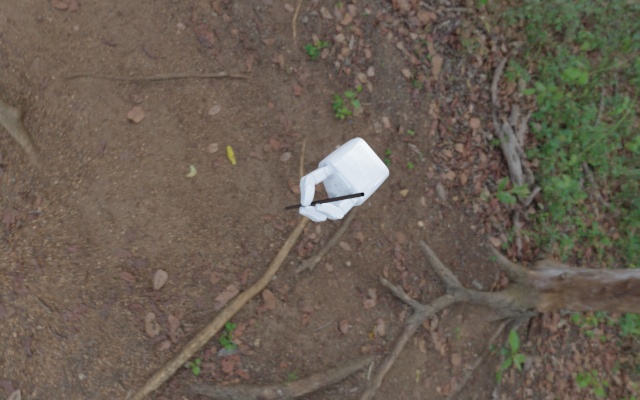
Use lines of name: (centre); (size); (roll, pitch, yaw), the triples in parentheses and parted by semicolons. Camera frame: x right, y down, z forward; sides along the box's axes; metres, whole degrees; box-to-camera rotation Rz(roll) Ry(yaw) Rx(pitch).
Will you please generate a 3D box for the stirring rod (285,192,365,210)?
stirring rod: (0.000, 0.003, 0.896); (0.011, 0.011, 0.239); (0, -6, -36)
